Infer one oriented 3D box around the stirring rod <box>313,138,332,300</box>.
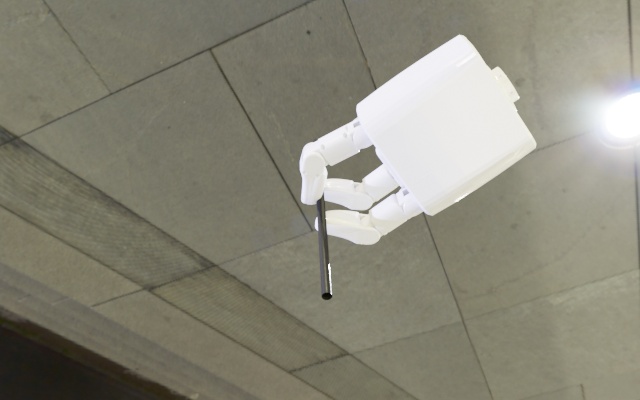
[{"bbox_3d":[0.000,0.001,0.449,0.011,0.011,0.239,0,35,-3],"label":"stirring rod"}]
